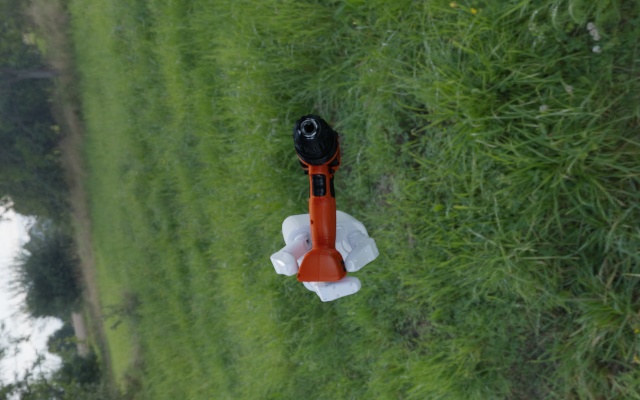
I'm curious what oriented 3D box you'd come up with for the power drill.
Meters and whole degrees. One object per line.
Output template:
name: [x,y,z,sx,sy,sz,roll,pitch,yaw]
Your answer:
power drill: [0.000,0.002,0.577,0.057,0.187,0.184,-1,-6,8]
